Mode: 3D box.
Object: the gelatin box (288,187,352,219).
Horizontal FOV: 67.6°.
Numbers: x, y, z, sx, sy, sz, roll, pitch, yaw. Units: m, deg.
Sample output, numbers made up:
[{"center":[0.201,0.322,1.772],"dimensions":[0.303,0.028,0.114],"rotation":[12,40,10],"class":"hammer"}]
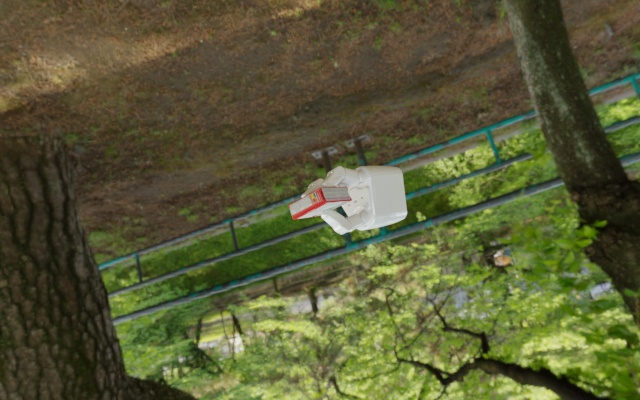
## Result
[{"center":[0.000,0.003,0.815],"dimensions":[0.073,0.030,0.089],"rotation":[-27,-11,31],"class":"gelatin box"}]
